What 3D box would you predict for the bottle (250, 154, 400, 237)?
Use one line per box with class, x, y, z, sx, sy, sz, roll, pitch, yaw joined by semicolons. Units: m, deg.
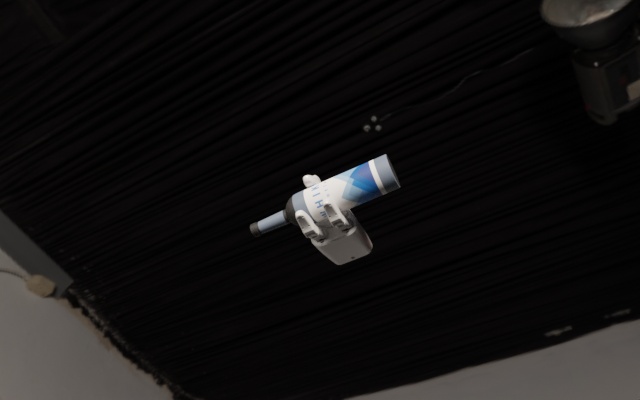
bottle;0.000;0.003;0.899;0.296;0.069;0.069;-23;-6;14
